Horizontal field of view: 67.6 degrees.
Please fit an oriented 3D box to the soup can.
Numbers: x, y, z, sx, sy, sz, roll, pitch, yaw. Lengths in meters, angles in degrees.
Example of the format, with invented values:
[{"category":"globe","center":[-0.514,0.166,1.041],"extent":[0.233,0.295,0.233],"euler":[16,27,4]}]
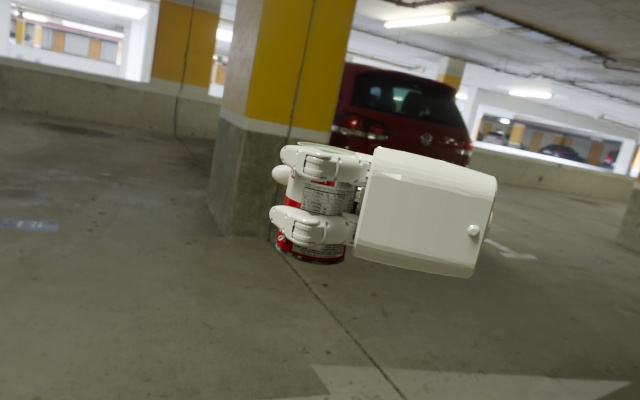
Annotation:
[{"category":"soup can","center":[0.000,0.001,0.452],"extent":[0.068,0.102,0.068],"euler":[11,12,-2]}]
